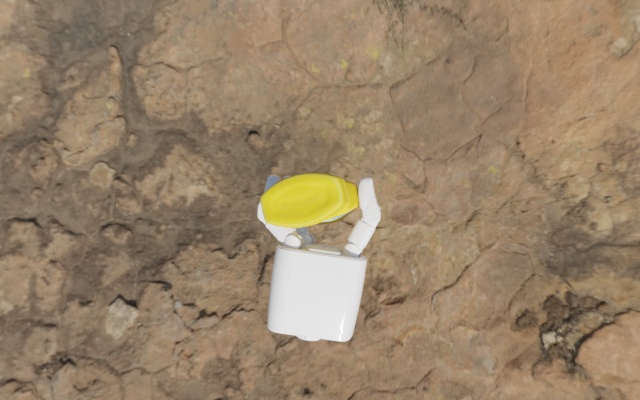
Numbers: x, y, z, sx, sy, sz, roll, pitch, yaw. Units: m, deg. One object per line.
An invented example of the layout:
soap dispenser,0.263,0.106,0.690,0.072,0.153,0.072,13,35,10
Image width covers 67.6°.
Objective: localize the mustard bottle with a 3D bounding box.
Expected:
mustard bottle,0.000,0.002,0.607,0.096,0.058,0.191,-16,-5,13
